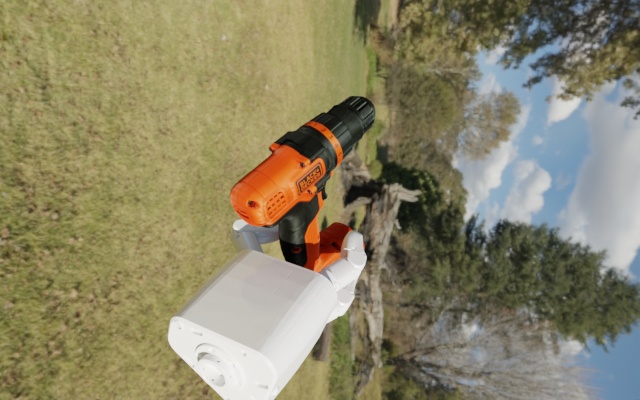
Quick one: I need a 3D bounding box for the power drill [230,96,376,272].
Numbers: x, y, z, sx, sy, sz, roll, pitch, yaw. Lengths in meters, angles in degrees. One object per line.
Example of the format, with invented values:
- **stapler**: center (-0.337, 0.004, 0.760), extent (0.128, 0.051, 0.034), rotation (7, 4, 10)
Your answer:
- **power drill**: center (0.000, 0.002, 0.509), extent (0.057, 0.188, 0.184), rotation (29, 58, 36)
